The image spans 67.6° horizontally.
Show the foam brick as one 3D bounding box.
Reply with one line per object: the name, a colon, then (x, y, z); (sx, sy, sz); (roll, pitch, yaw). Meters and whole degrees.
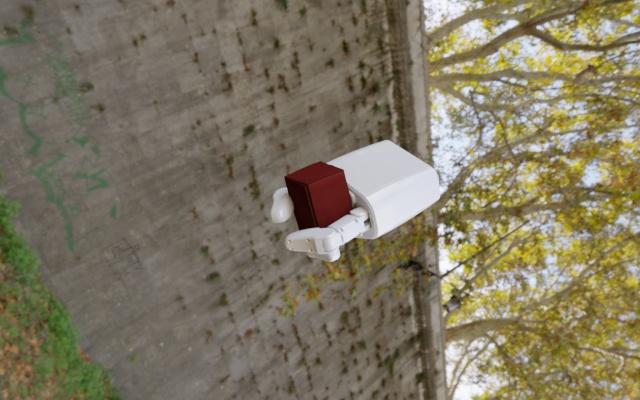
foam brick: (0.000, 0.002, 0.547); (0.051, 0.078, 0.053); (-26, 27, -23)
